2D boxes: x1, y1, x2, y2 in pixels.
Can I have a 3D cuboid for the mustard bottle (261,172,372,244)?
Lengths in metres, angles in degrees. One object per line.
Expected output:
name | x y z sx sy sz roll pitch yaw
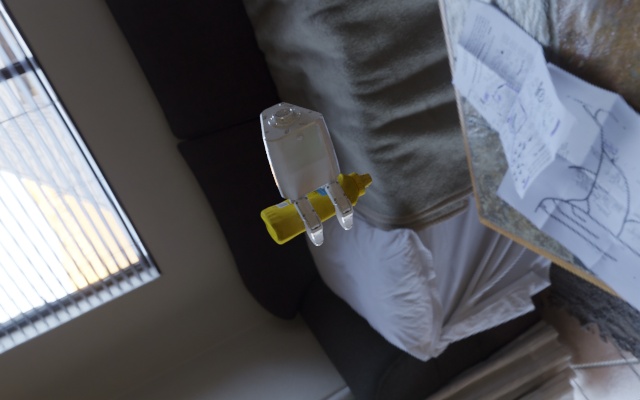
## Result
mustard bottle | 0.000 0.003 0.790 0.191 0.058 0.096 -27 14 -12
